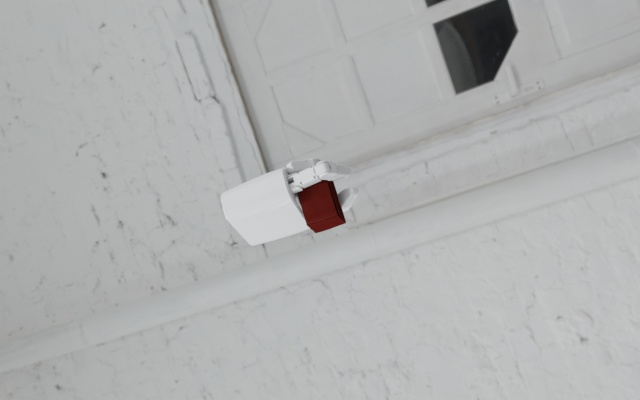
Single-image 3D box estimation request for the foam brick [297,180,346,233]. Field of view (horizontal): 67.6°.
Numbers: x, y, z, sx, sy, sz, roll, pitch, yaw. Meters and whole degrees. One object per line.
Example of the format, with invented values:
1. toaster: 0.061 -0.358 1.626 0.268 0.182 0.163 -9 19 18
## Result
1. foam brick: 0.000 0.003 0.719 0.051 0.078 0.053 -20 -21 8
